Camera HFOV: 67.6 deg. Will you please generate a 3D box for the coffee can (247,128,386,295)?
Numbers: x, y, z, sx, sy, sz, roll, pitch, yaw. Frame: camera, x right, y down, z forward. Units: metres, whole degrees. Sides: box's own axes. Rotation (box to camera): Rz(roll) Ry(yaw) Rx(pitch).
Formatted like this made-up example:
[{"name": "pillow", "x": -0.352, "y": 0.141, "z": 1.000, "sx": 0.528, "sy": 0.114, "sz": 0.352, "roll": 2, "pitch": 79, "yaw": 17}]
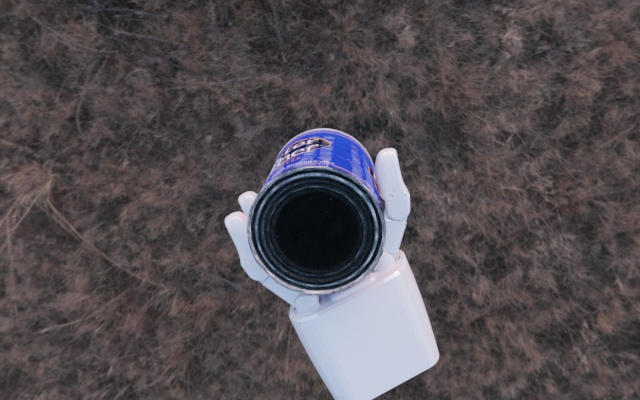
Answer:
[{"name": "coffee can", "x": 0.000, "y": 0.001, "z": 0.413, "sx": 0.103, "sy": 0.103, "sz": 0.140, "roll": 0, "pitch": 19, "yaw": 3}]
